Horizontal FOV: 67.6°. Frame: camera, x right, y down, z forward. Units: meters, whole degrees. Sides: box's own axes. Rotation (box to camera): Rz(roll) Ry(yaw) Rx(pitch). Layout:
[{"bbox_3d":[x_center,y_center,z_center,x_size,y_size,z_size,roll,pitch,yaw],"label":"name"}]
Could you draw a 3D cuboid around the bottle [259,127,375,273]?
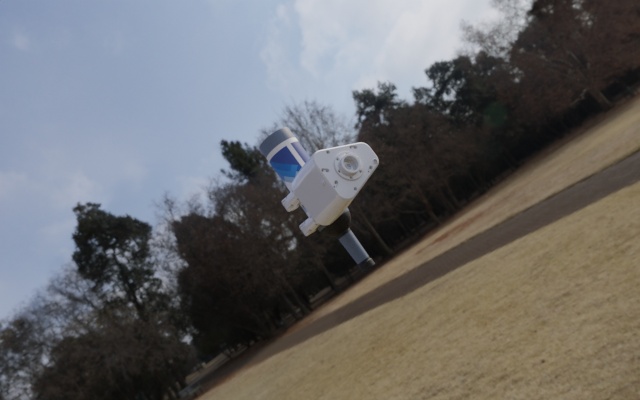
[{"bbox_3d":[0.000,0.003,0.866,0.069,0.295,0.069,-36,-7,-5],"label":"bottle"}]
